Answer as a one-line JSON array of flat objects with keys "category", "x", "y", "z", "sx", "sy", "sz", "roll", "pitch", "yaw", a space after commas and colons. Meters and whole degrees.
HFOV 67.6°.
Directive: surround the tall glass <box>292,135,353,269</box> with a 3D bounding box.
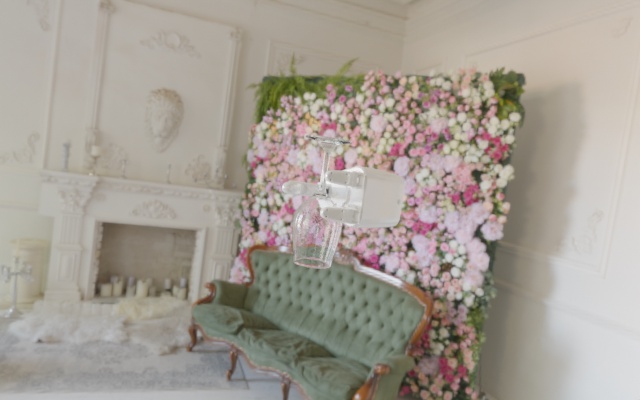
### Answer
[{"category": "tall glass", "x": 0.000, "y": 0.002, "z": 0.752, "sx": 0.079, "sy": 0.201, "sz": 0.079, "roll": 8, "pitch": 3, "yaw": 0}]
